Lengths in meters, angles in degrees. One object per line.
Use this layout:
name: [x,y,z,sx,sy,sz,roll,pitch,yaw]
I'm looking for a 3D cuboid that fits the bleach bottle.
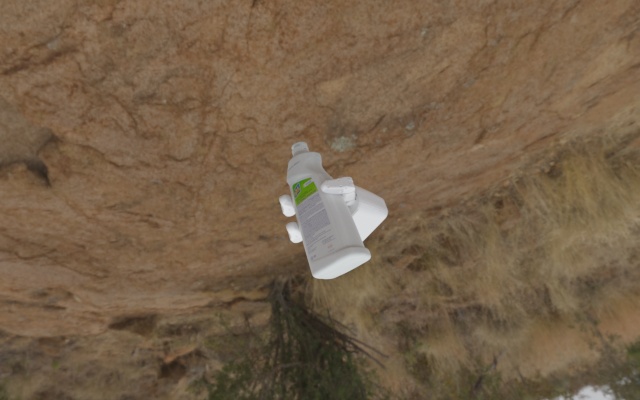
bleach bottle: [0.000,0.003,0.831,0.102,0.250,0.068,-33,-29,30]
